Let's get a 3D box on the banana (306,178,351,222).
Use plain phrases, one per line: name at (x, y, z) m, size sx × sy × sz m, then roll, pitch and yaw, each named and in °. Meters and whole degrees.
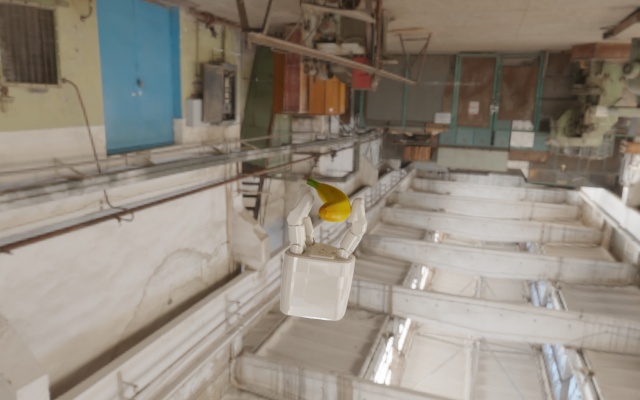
banana at (0.018, 0.005, 0.780) m, size 0.069 × 0.037 × 0.197 m, roll 12°, pitch 12°, yaw -11°
